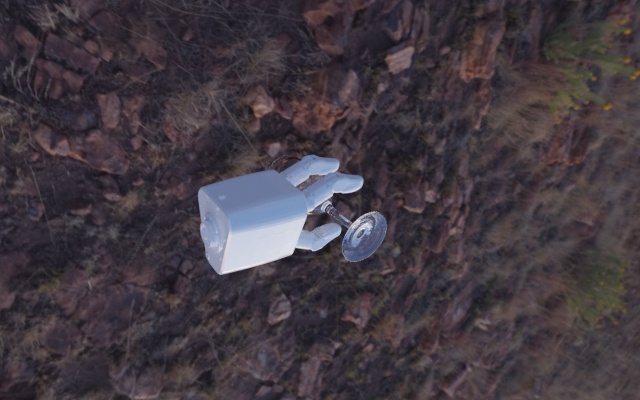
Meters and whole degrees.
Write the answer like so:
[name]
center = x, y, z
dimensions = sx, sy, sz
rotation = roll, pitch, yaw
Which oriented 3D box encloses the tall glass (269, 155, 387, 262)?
[tall glass]
center = 0.001, 0.003, 0.683
dimensions = 0.079, 0.079, 0.201
rotation = 0, 27, -40
